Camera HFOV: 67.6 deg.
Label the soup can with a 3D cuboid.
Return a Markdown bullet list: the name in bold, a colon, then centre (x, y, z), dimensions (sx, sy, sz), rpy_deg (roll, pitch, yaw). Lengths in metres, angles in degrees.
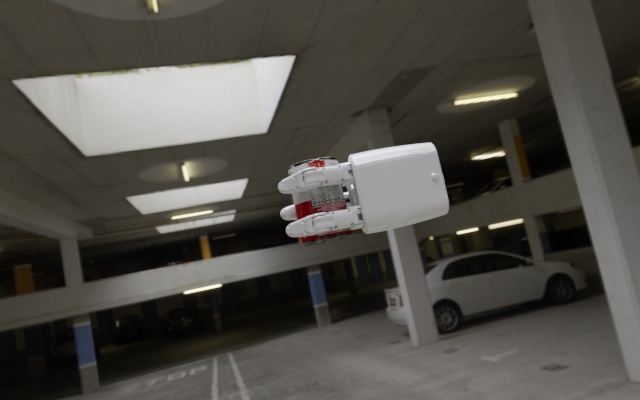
- **soup can**: centre (0.000, 0.002, 0.612), dimensions (0.068, 0.102, 0.068), rpy_deg (-11, -7, -1)
